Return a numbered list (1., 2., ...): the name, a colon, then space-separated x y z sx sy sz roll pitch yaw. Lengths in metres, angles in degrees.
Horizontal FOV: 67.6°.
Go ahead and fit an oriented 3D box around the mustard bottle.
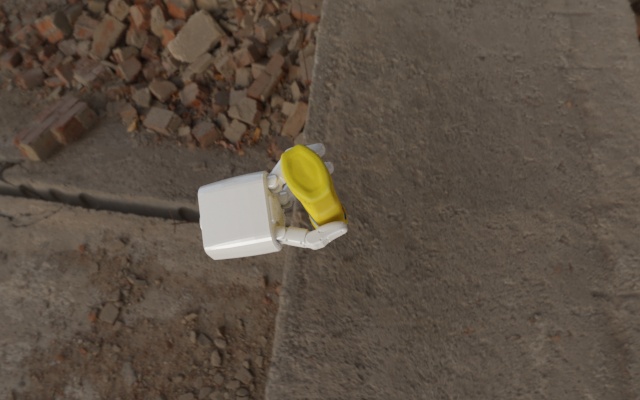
1. mustard bottle: 0.000 0.002 0.713 0.058 0.096 0.192 -33 -29 -3
